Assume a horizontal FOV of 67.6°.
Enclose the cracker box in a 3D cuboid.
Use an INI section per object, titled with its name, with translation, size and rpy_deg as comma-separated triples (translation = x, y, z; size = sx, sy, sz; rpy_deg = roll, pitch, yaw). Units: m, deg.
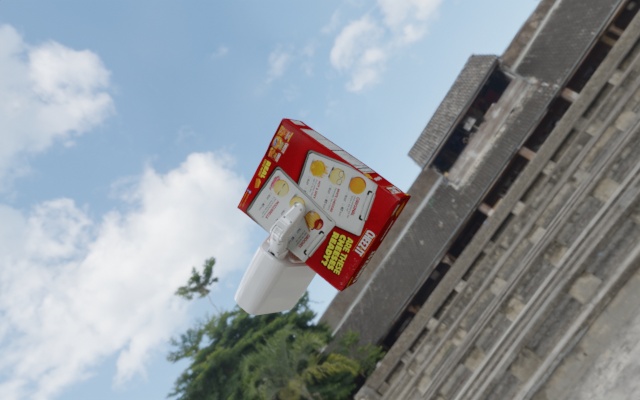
[cracker box]
translation = 0.000, 0.002, 0.713
size = 0.213, 0.164, 0.072
rpy_deg = 37, 20, 18
